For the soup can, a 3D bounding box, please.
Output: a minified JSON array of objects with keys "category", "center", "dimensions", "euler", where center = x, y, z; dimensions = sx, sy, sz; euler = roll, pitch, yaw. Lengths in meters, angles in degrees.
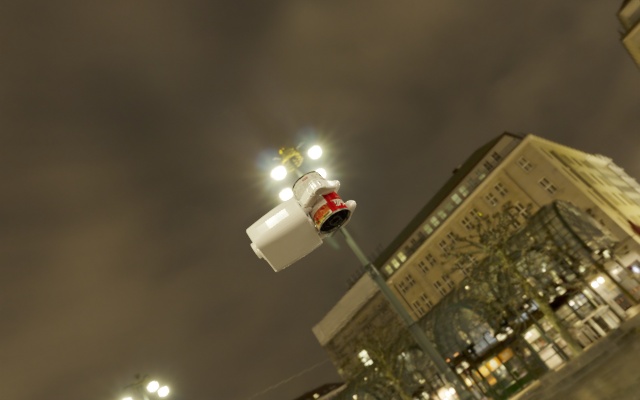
[{"category":"soup can","center":[0.000,0.002,0.892],"dimensions":[0.068,0.102,0.068],"euler":[-28,-28,-17]}]
